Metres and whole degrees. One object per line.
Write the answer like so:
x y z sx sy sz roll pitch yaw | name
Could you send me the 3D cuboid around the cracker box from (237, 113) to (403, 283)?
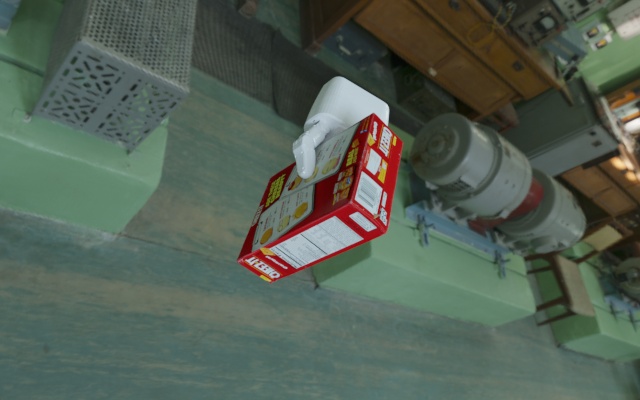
0.000 0.002 0.631 0.072 0.164 0.214 40 -46 -24 | cracker box
